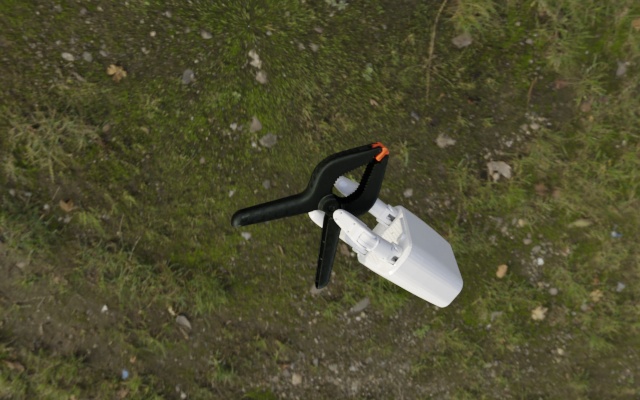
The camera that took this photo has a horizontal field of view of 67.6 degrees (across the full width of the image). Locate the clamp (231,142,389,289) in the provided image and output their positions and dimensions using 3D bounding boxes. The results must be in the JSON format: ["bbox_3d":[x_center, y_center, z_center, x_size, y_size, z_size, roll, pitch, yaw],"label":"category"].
[{"bbox_3d":[0.001,0.002,0.610,0.164,0.210,0.036,33,12,-24],"label":"clamp"}]
